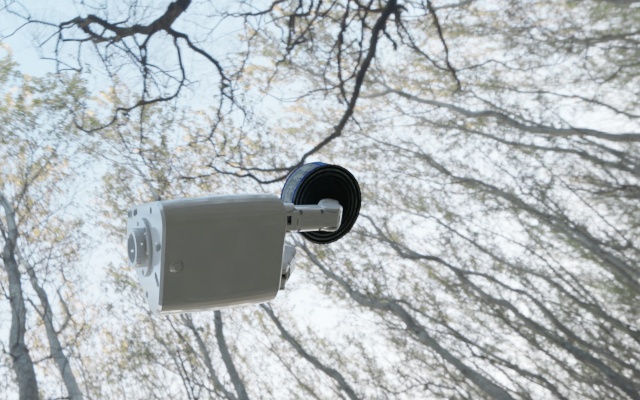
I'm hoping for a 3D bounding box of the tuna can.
[{"bbox_3d":[0.000,0.002,0.512,0.086,0.086,0.033,0,11,-33],"label":"tuna can"}]
